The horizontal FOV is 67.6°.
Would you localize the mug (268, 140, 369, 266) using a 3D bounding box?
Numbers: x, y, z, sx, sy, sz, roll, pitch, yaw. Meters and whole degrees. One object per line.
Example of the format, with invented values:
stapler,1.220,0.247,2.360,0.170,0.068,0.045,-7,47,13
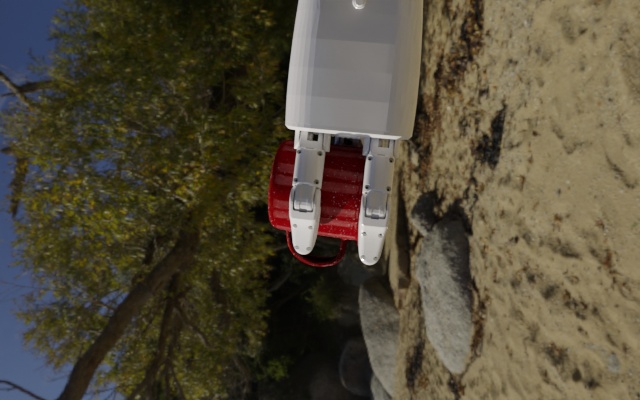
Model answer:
mug,0.000,0.003,0.431,0.081,0.117,0.093,7,11,6
